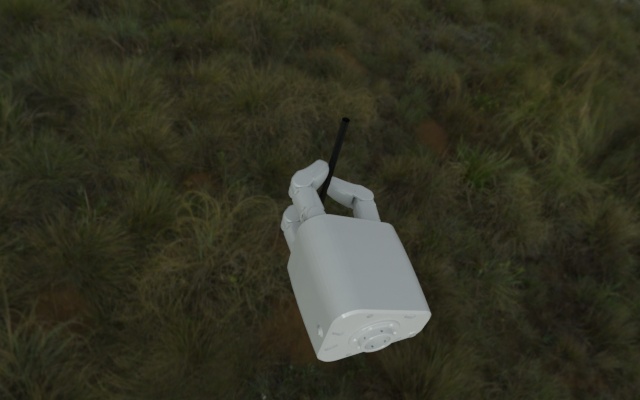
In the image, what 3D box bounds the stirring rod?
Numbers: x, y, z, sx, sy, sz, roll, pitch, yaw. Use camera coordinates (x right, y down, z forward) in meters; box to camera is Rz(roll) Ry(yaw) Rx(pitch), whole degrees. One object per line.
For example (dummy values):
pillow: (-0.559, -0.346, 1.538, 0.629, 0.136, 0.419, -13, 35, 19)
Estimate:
stirring rod: (0.000, 0.002, 0.559, 0.011, 0.011, 0.240, 0, -43, -17)
